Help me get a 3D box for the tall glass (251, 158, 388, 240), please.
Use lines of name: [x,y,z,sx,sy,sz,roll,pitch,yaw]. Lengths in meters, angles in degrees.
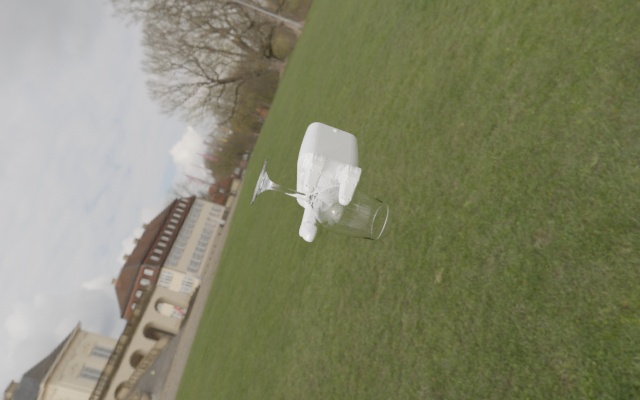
tall glass: [-0.001,0.002,0.733,0.201,0.079,0.079,19,-3,-9]
